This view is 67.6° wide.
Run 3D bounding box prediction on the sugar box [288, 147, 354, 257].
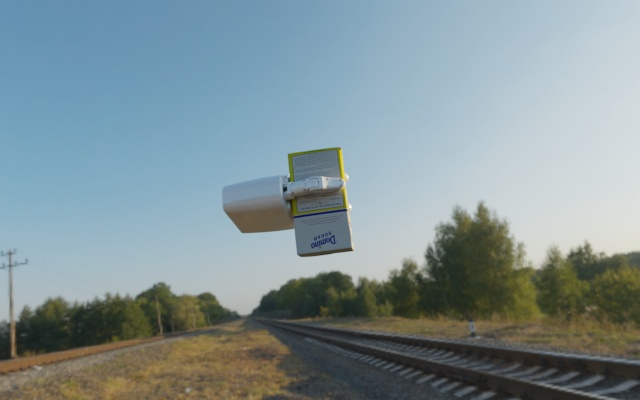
[{"bbox_3d":[0.000,0.003,0.801,0.093,0.176,0.048,-7,-13,7],"label":"sugar box"}]
